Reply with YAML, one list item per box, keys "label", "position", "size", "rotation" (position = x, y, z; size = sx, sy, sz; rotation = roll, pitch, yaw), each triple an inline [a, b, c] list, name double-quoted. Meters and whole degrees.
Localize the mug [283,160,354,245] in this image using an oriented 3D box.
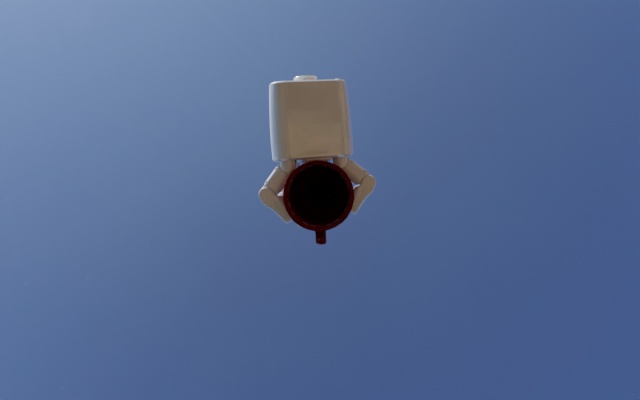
- label: "mug"
  position: [0.000, 0.004, 0.660]
  size: [0.093, 0.117, 0.081]
  rotation: [-5, 6, 3]
